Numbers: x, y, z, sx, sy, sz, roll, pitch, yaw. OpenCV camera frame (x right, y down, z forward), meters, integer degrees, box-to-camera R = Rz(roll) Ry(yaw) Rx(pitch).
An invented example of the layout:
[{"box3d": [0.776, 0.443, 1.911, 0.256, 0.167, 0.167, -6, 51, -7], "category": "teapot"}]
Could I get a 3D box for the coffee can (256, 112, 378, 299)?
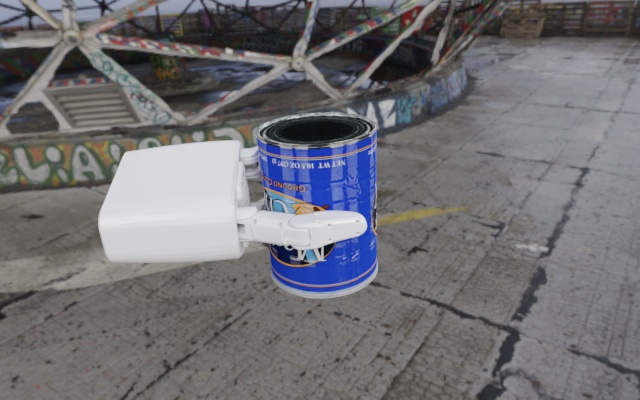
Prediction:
[{"box3d": [0.000, 0.002, 0.431, 0.103, 0.140, 0.102, -3, 24, 1], "category": "coffee can"}]
